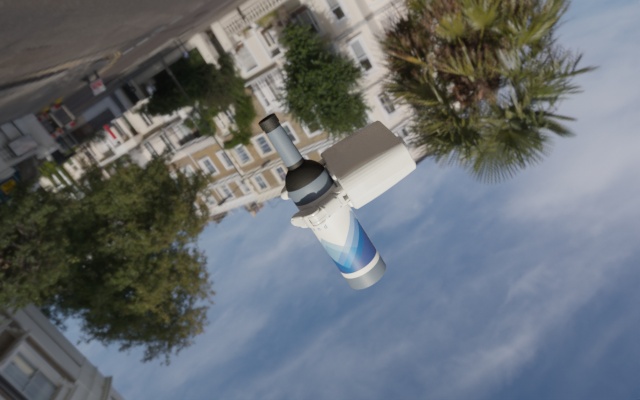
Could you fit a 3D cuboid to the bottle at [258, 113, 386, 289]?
[{"bbox_3d":[0.000,0.003,0.710,0.069,0.296,0.069,-29,20,12],"label":"bottle"}]
